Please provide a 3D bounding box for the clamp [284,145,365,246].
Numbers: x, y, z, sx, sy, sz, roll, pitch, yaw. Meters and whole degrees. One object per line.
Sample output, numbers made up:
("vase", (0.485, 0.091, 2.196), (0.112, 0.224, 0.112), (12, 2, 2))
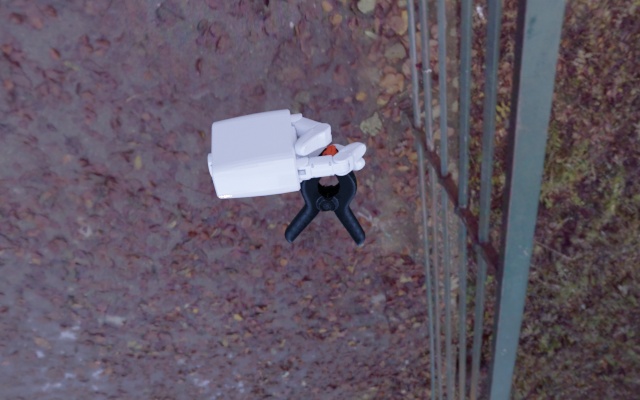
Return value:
("clamp", (0.000, 0.002, 0.676), (0.120, 0.172, 0.039), (-8, 36, -1))
